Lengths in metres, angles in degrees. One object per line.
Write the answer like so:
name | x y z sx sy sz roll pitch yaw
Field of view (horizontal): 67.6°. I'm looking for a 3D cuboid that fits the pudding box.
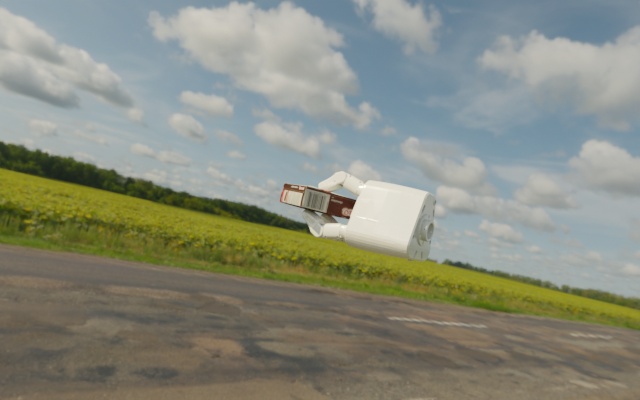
pudding box | 0.000 0.003 0.815 0.113 0.039 0.090 17 -4 -28
